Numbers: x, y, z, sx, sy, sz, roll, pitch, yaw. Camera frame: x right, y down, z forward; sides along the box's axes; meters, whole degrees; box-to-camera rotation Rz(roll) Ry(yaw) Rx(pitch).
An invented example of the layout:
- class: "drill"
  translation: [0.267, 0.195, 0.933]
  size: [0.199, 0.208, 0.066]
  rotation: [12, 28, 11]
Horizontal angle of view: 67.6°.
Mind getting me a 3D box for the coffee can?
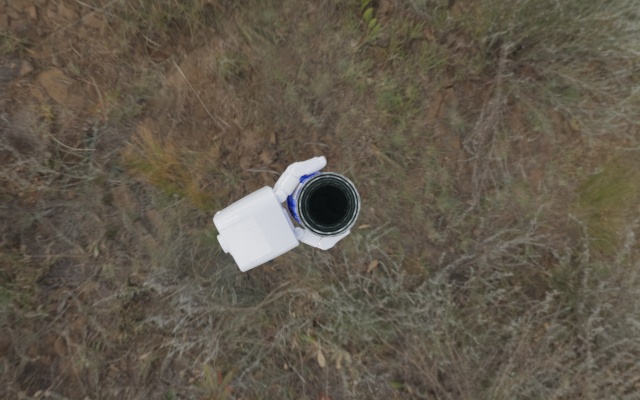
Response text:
- class: "coffee can"
  translation: [0.000, 0.003, 0.806]
  size: [0.103, 0.103, 0.140]
  rotation: [0, 4, -10]
